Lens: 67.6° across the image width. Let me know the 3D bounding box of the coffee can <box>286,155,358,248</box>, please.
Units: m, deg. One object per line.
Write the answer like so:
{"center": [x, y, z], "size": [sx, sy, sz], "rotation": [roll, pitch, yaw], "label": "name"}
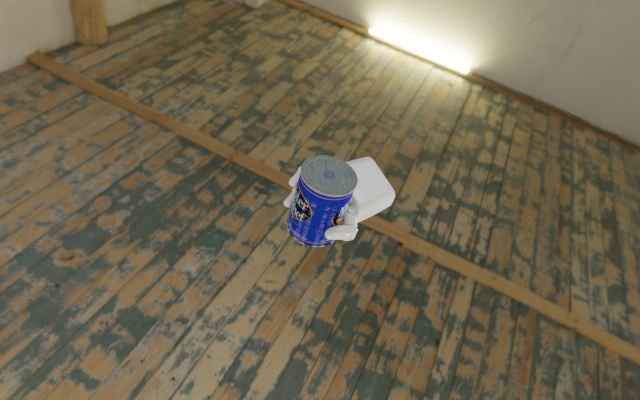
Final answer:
{"center": [0.000, 0.003, 0.877], "size": [0.103, 0.140, 0.102], "rotation": [10, 43, -9], "label": "coffee can"}
